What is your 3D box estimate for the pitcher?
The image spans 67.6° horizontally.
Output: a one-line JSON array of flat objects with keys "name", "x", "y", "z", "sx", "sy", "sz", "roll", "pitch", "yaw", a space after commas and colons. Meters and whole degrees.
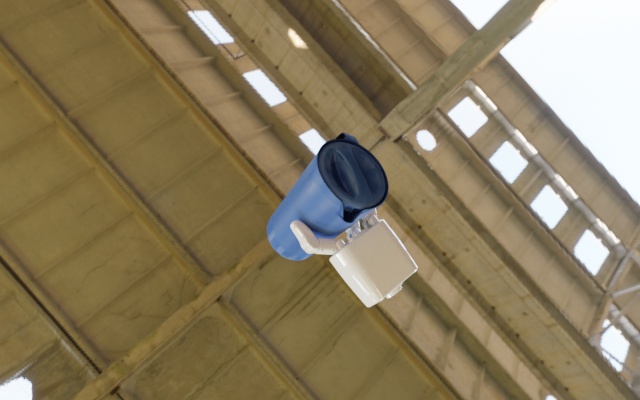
[{"name": "pitcher", "x": 0.000, "y": 0.003, "z": 0.846, "sx": 0.149, "sy": 0.145, "sz": 0.243, "roll": -31, "pitch": -9, "yaw": -42}]
